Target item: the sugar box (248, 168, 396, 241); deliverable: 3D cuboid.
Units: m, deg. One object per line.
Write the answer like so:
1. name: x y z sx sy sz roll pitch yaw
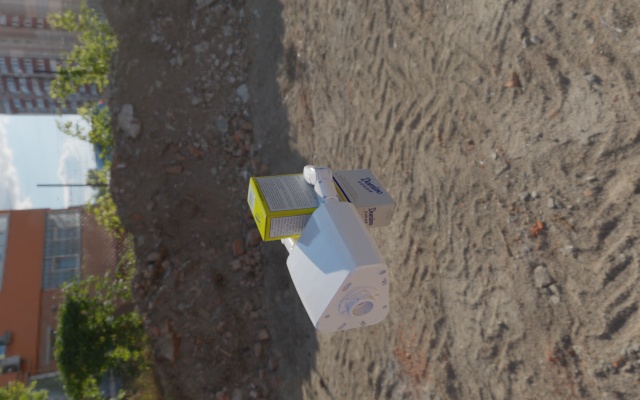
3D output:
1. sugar box: 0.000 0.003 0.633 0.176 0.048 0.093 -3 36 -21
